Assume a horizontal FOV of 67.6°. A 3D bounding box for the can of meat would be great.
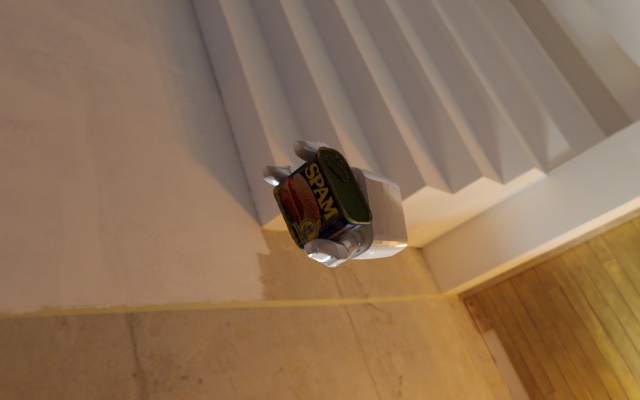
[{"bbox_3d":[0.000,0.002,0.568,0.084,0.102,0.057,-35,-22,29],"label":"can of meat"}]
